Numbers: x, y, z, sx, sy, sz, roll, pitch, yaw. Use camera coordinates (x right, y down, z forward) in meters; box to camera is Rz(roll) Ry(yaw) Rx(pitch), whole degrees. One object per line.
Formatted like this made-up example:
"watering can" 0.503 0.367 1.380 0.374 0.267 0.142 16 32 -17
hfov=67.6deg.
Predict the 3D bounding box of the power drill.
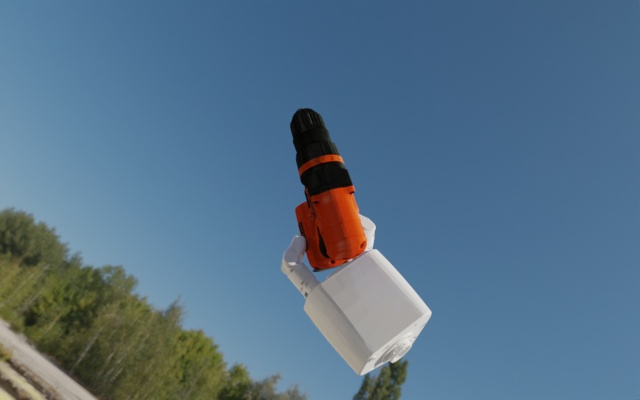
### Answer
"power drill" 0.000 0.002 0.596 0.057 0.184 0.188 -14 -20 -7
